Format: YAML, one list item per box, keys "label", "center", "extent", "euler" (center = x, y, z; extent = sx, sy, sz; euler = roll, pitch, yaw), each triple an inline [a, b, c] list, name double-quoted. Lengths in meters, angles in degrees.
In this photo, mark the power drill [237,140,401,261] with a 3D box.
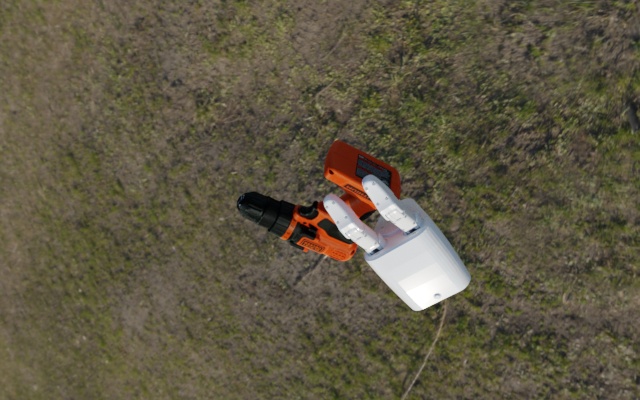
- label: "power drill"
  center: [0.001, 0.002, 0.628]
  extent: [0.184, 0.057, 0.188]
  euler: [23, -38, -18]
